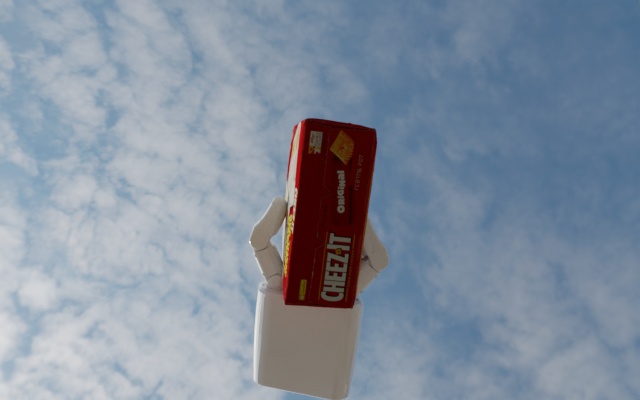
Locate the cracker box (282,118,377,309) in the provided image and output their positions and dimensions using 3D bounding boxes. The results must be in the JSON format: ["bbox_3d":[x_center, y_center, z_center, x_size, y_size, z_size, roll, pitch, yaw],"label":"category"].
[{"bbox_3d":[0.000,0.002,0.511,0.072,0.164,0.213,6,7,-6],"label":"cracker box"}]
